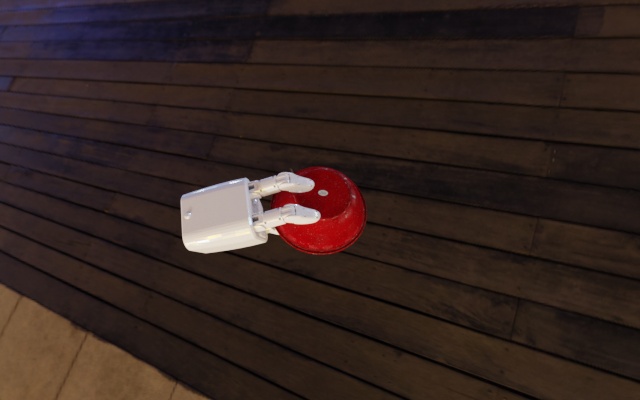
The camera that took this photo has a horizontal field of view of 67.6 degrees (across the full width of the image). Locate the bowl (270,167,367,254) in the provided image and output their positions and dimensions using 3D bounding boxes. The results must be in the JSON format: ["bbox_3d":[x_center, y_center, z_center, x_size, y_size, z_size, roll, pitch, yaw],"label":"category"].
[{"bbox_3d":[0.001,0.002,0.769,0.162,0.162,0.055,0,-29,-7],"label":"bowl"}]
